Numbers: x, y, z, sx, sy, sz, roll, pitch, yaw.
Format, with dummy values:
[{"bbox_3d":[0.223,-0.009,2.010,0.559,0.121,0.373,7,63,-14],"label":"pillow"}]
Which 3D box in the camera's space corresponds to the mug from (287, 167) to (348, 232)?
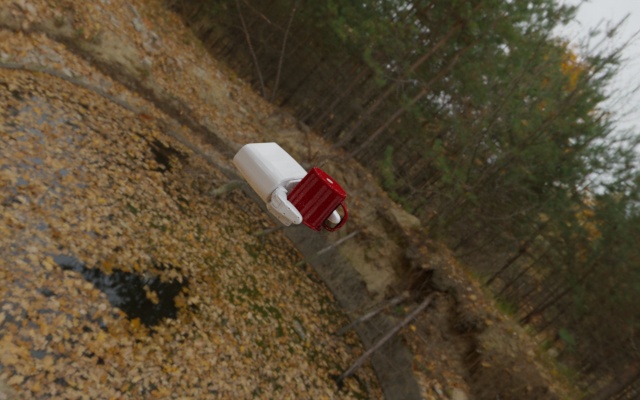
[{"bbox_3d":[0.001,0.004,0.854,0.117,0.081,0.093,45,12,17],"label":"mug"}]
